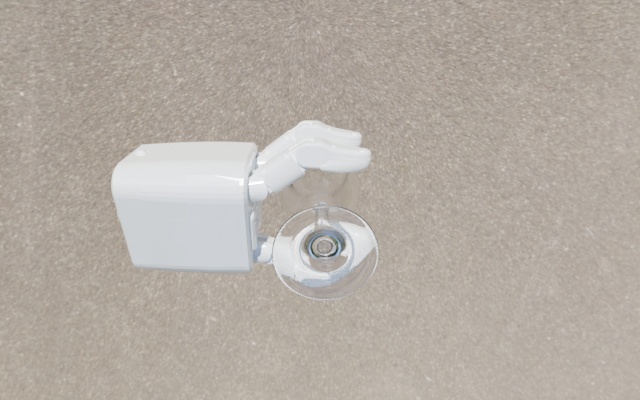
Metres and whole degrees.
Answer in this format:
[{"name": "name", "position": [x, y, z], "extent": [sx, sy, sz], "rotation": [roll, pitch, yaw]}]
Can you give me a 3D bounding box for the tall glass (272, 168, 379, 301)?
[{"name": "tall glass", "position": [0.000, 0.002, 0.421], "extent": [0.079, 0.079, 0.201], "rotation": [0, 21, -2]}]
